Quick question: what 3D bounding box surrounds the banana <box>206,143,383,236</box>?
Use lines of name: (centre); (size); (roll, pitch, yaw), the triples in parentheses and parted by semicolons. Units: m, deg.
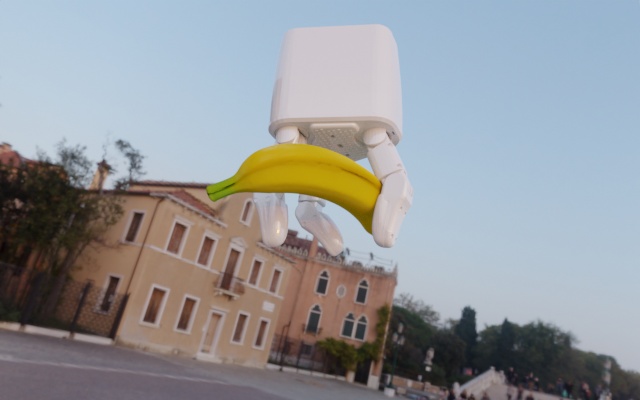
banana: (0.010, -0.007, 0.388); (0.198, 0.037, 0.070); (17, -36, -40)
